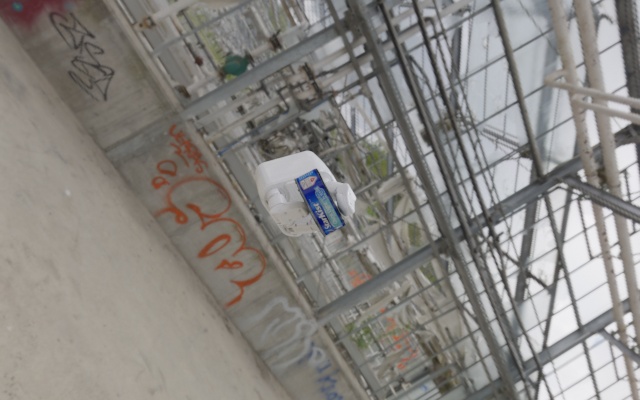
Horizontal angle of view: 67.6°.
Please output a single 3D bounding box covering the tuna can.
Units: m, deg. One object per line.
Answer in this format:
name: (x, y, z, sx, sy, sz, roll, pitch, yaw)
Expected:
tuna can: (0.001, 0.002, 0.622, 0.034, 0.086, 0.086, -28, -1, 1)
